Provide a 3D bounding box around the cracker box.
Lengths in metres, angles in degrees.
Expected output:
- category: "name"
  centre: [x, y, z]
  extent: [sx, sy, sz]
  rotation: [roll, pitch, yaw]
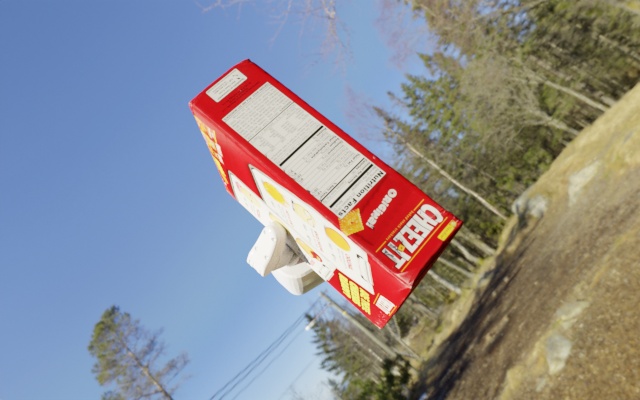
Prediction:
- category: "cracker box"
  centre: [0.000, 0.001, 0.411]
  extent: [0.213, 0.072, 0.164]
  rotation: [39, -18, 15]
